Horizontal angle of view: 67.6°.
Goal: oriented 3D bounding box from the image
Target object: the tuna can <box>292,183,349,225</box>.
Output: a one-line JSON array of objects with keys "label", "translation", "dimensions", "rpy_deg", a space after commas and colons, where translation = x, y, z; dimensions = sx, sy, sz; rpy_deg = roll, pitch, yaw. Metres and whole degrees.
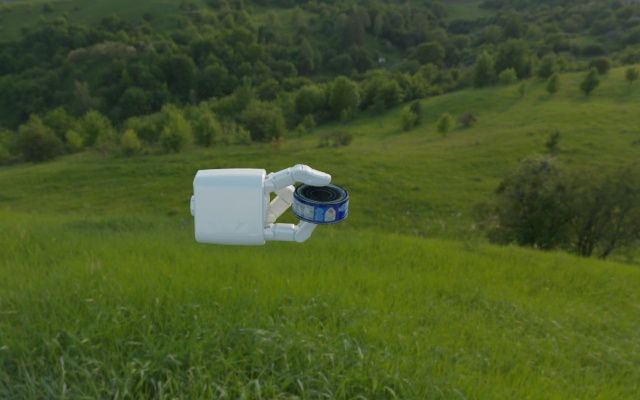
[{"label": "tuna can", "translation": [0.000, 0.002, 0.724], "dimensions": [0.086, 0.034, 0.086], "rpy_deg": [4, 25, -2]}]
